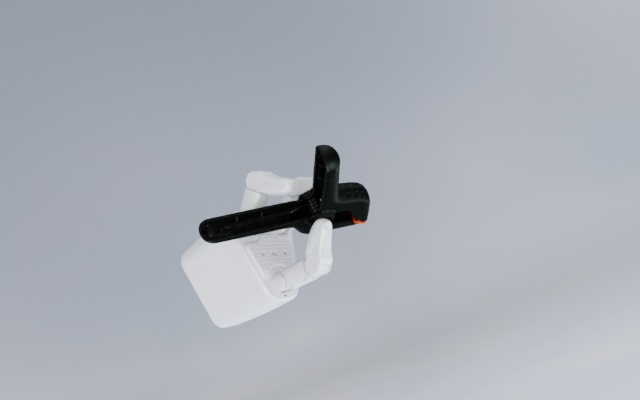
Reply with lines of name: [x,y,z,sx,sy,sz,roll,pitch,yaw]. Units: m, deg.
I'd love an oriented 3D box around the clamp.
clamp: [0.001,0.003,0.506,0.164,0.036,0.210,-32,-22,32]
